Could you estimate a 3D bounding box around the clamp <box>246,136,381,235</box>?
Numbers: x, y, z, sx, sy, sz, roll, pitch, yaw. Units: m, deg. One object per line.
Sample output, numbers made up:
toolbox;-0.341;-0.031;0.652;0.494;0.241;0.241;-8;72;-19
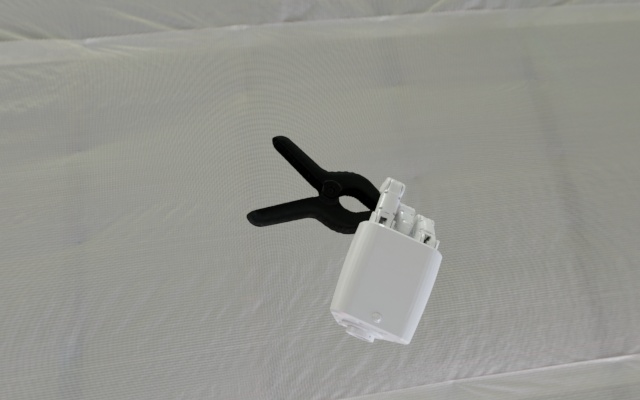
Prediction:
clamp;0.000;0.002;0.563;0.171;0.120;0.039;23;-21;2
